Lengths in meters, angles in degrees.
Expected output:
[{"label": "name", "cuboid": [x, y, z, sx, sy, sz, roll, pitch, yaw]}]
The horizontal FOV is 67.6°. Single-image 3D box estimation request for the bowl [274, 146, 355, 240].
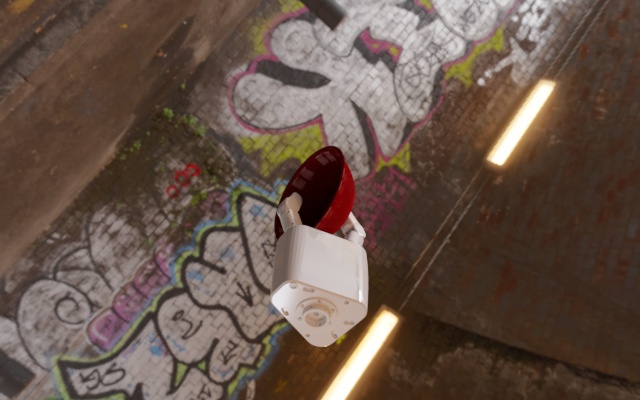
[{"label": "bowl", "cuboid": [0.001, 0.001, 0.704, 0.055, 0.162, 0.162, 30, -15, -28]}]
